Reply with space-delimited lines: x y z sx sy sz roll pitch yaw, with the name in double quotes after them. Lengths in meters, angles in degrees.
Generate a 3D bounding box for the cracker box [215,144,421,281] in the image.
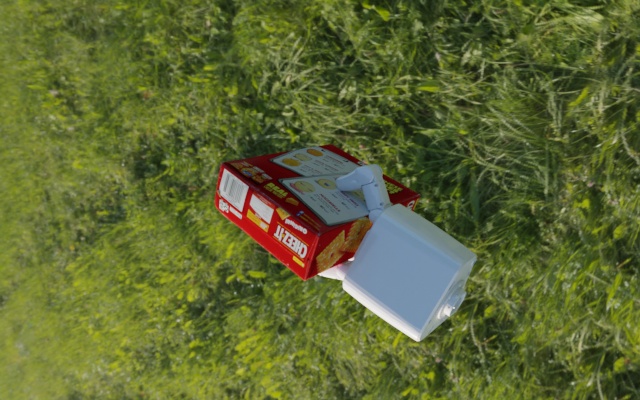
0.000 0.002 0.610 0.164 0.072 0.213 34 31 29 "cracker box"
